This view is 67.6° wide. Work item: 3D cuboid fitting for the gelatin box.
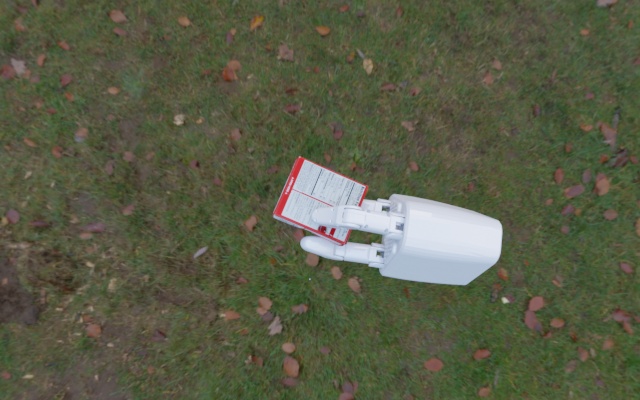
[{"bbox_3d":[0.000,0.002,0.543,0.089,0.073,0.030,23,-11,-6],"label":"gelatin box"}]
